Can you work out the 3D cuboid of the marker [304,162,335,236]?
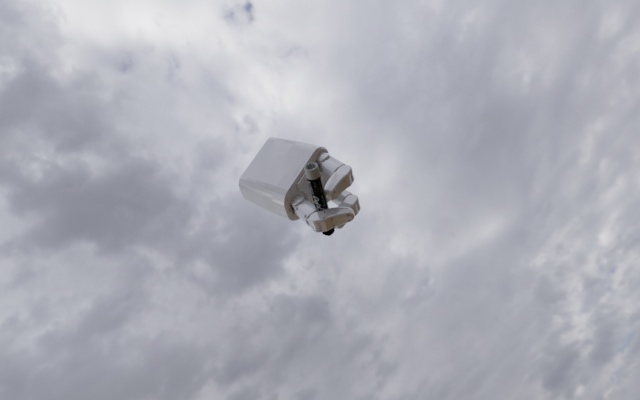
[{"bbox_3d":[0.000,0.002,0.647,0.020,0.121,0.020,-9,39,8],"label":"marker"}]
